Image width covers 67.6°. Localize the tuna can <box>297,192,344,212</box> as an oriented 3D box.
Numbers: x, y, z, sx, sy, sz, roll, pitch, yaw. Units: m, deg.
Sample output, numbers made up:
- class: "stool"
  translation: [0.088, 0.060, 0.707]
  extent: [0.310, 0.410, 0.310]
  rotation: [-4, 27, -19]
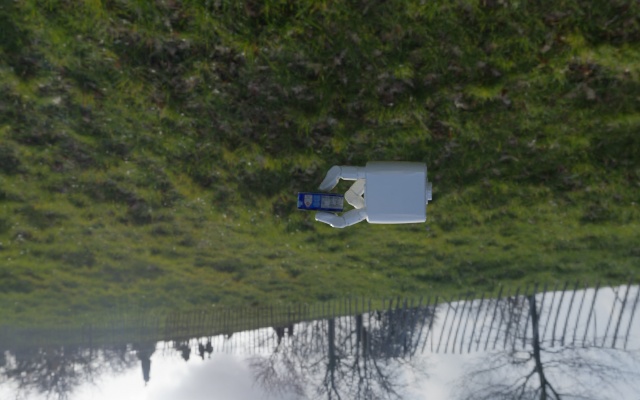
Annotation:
- class: "tuna can"
  translation: [0.000, 0.003, 0.882]
  extent: [0.086, 0.034, 0.086]
  rotation: [3, -1, 0]
